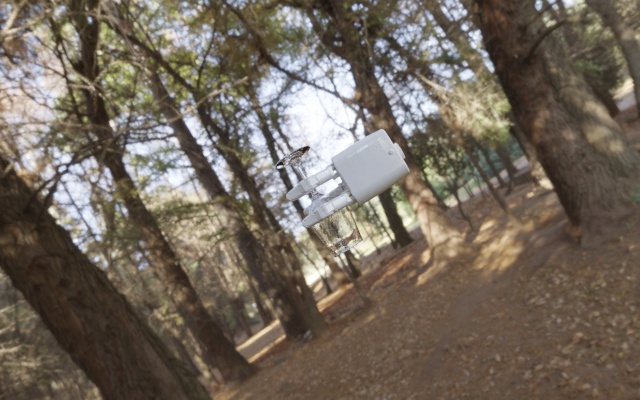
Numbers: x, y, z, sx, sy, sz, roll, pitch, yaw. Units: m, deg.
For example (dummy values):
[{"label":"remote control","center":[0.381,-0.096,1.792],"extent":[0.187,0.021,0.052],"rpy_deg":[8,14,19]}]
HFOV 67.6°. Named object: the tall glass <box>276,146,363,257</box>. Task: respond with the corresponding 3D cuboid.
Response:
[{"label":"tall glass","center":[0.000,0.002,0.873],"extent":[0.079,0.201,0.079],"rpy_deg":[-30,-7,-4]}]
